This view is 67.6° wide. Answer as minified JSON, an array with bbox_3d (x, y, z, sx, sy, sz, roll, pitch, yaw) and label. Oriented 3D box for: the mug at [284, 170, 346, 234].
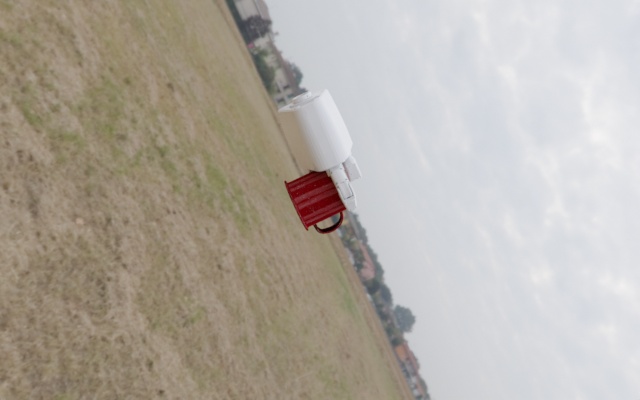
[{"bbox_3d":[0.001,0.004,0.803,0.081,0.117,0.093,-25,20,1],"label":"mug"}]
